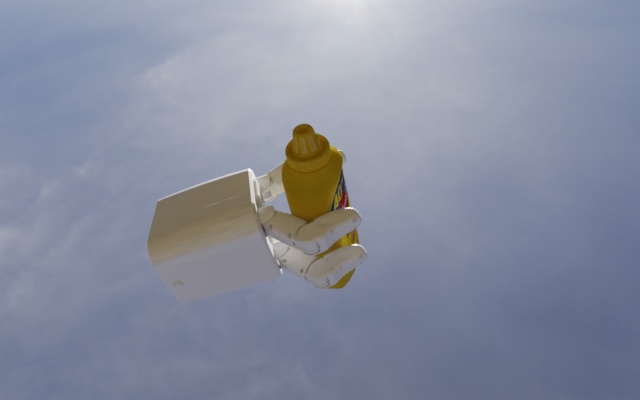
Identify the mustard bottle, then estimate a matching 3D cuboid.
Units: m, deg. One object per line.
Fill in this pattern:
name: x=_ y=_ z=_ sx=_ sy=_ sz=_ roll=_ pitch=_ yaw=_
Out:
mustard bottle: x=0.000 y=0.002 z=0.482 sx=0.058 sy=0.096 sz=0.192 roll=1 pitch=-41 yaw=14
